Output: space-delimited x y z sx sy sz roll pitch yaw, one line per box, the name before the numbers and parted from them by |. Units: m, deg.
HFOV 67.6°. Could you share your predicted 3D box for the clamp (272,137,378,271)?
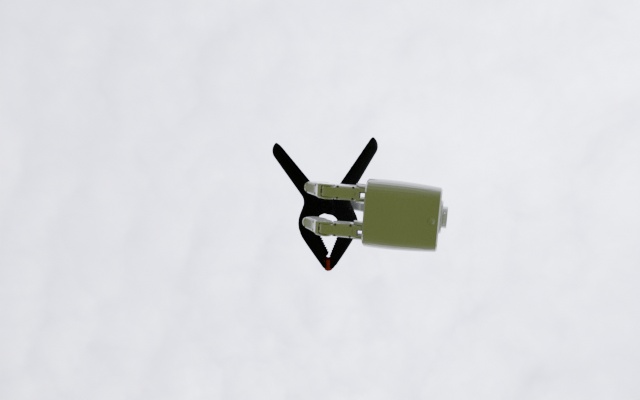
clamp | 0.001 0.003 0.742 0.164 0.210 0.036 6 8 14
